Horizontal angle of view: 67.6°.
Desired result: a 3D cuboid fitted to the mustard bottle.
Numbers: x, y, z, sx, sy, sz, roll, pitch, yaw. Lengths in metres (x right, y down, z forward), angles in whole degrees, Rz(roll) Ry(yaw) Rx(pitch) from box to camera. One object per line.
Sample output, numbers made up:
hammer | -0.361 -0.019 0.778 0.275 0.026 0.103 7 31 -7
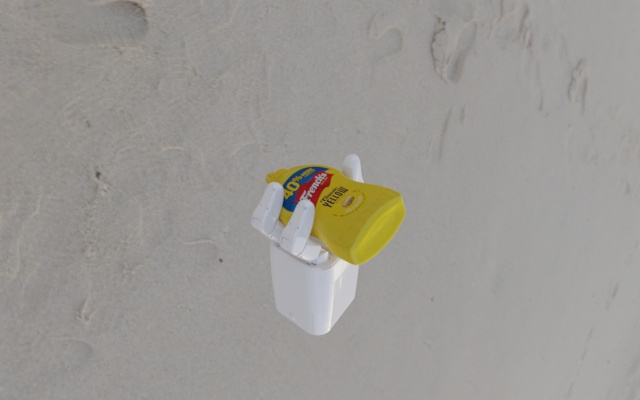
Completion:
mustard bottle | 0.000 0.002 0.578 0.191 0.058 0.096 25 60 40
